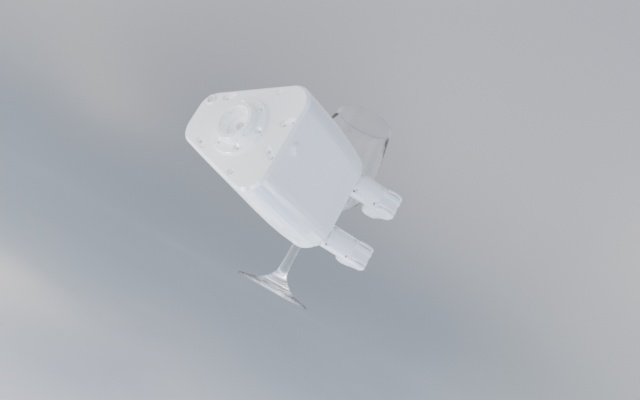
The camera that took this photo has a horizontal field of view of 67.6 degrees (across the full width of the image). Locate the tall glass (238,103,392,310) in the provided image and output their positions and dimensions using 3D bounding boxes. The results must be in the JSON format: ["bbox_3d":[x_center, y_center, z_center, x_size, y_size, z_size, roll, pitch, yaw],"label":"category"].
[{"bbox_3d":[0.000,0.002,0.478,0.079,0.201,0.079,27,-13,7],"label":"tall glass"}]
